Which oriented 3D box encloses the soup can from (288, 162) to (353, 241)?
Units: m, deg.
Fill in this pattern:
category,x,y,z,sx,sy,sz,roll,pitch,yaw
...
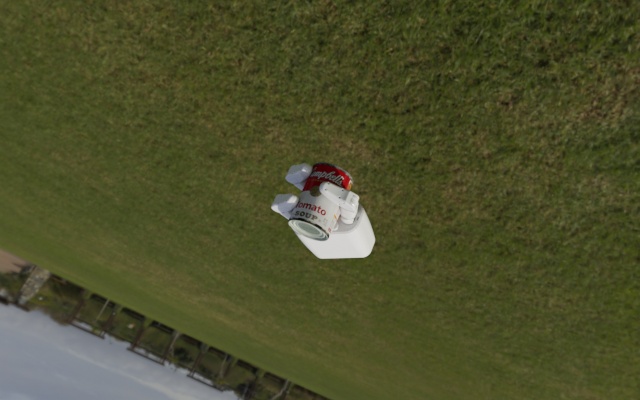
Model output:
category,x,y,z,sx,sy,sz,roll,pitch,yaw
soup can,0.000,0.002,0.726,0.068,0.102,0.068,20,-22,9
